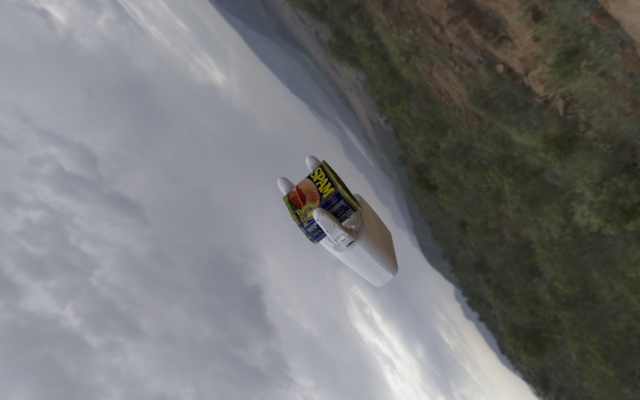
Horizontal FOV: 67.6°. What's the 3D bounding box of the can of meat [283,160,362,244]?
[{"bbox_3d":[0.000,0.002,0.692,0.057,0.084,0.102,44,10,-37],"label":"can of meat"}]
